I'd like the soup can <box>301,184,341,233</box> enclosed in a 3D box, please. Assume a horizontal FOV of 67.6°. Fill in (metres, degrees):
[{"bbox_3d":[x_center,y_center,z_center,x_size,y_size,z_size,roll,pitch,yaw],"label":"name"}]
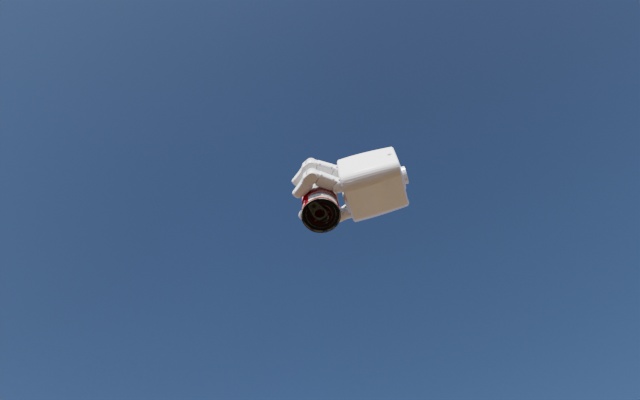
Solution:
[{"bbox_3d":[0.000,0.003,0.855,0.068,0.068,0.102,0,28,-1],"label":"soup can"}]
